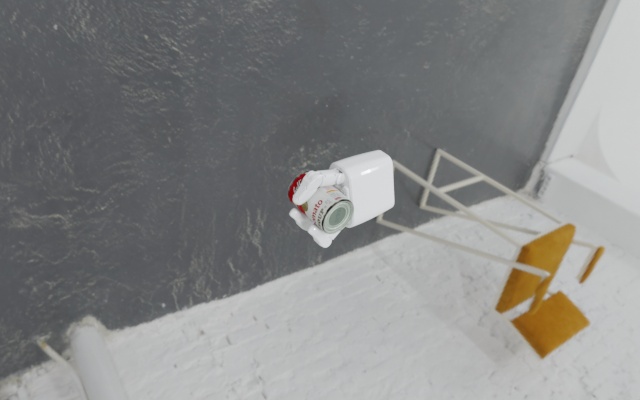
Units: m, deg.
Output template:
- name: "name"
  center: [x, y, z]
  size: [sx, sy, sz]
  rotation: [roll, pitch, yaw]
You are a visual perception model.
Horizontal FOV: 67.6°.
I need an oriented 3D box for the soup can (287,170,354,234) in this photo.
- name: "soup can"
  center: [0.000, 0.003, 0.808]
  size: [0.068, 0.068, 0.102]
  rotation: [0, 30, -44]
